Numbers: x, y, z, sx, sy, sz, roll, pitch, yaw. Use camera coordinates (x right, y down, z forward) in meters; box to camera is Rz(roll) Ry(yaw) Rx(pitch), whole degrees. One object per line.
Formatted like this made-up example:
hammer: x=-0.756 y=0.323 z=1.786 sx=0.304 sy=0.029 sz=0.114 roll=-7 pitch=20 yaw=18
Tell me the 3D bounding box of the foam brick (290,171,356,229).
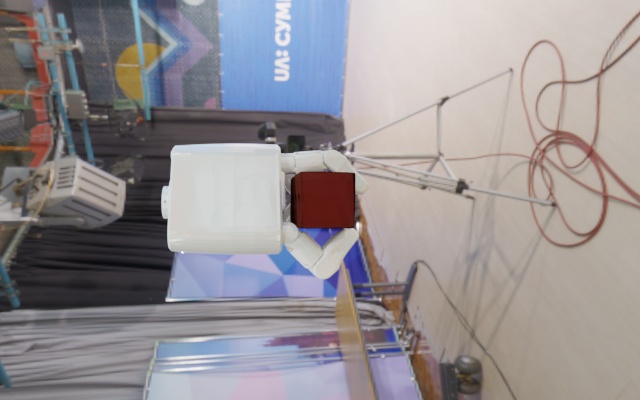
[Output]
foam brick: x=0.000 y=0.001 z=0.467 sx=0.051 sy=0.053 sz=0.078 roll=1 pitch=-3 yaw=-10
